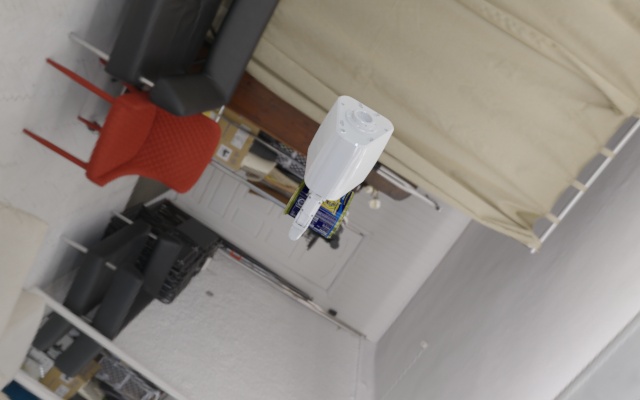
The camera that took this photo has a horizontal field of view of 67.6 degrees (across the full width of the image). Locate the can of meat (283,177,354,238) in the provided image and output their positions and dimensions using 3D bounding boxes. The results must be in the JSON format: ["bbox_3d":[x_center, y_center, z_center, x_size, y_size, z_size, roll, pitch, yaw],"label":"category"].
[{"bbox_3d":[0.000,0.003,0.762,0.084,0.057,0.102,31,37,0],"label":"can of meat"}]
